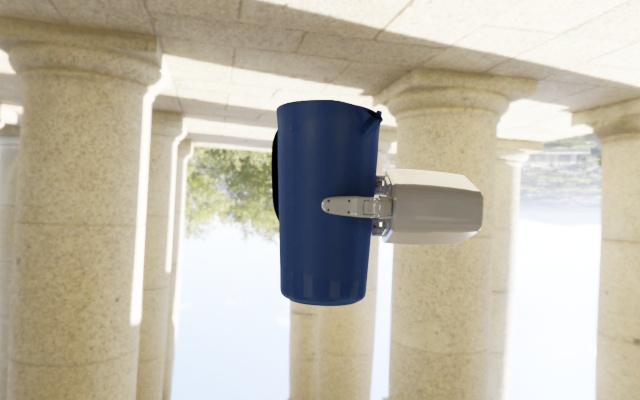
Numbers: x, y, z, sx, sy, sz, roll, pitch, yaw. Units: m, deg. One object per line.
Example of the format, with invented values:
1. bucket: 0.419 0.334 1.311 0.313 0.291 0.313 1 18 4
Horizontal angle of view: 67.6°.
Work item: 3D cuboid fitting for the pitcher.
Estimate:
1. pitcher: 0.000 0.002 0.607 0.145 0.243 0.149 2 -1 1
